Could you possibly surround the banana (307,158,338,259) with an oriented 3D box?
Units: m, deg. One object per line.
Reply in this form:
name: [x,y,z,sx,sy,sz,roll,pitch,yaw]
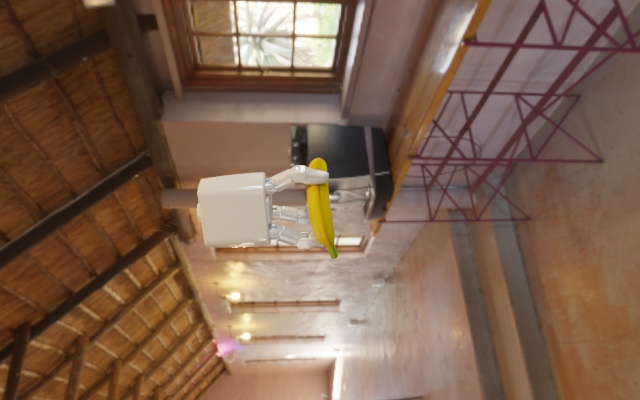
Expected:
banana: [-0.002,-0.004,0.787,0.037,0.197,0.070,-8,-32,3]
